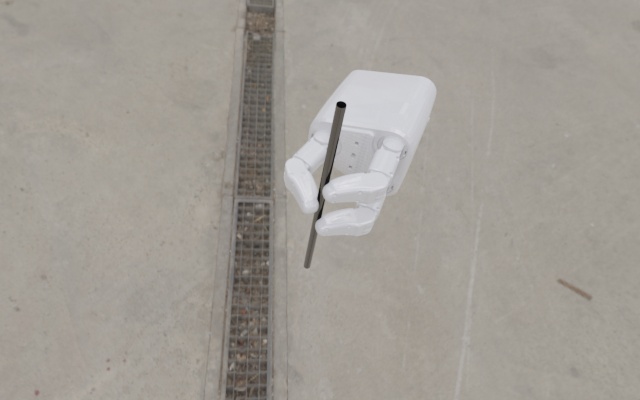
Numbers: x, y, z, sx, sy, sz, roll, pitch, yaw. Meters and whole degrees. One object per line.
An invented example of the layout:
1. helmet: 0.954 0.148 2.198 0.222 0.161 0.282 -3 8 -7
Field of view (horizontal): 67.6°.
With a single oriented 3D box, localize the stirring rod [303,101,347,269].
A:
1. stirring rod: 0.000 0.001 0.450 0.011 0.011 0.240 0 -37 -9
